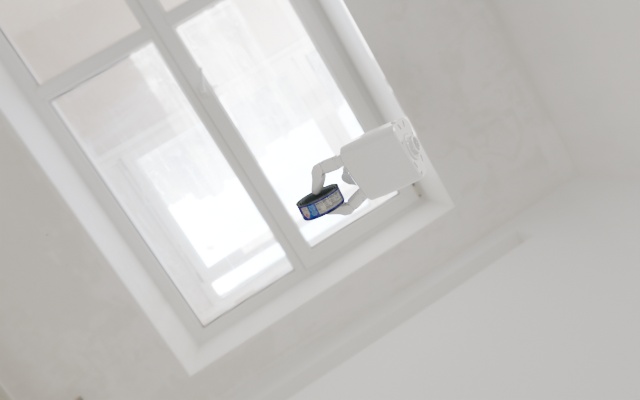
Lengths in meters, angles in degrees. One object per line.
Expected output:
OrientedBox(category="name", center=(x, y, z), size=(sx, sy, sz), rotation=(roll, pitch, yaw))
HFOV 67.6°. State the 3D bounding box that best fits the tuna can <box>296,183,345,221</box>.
OrientedBox(category="tuna can", center=(0.000, 0.003, 0.868), size=(0.086, 0.034, 0.086), rotation=(-25, 12, 6))
